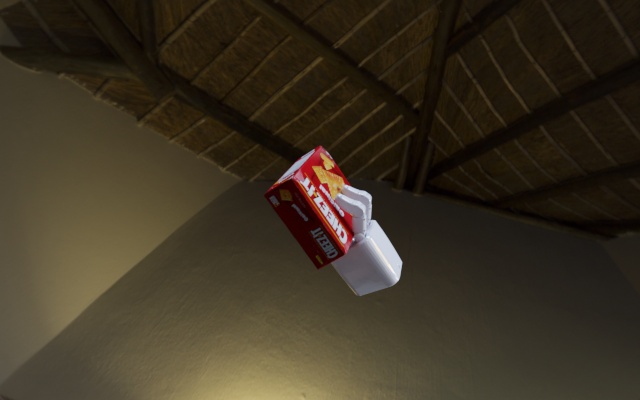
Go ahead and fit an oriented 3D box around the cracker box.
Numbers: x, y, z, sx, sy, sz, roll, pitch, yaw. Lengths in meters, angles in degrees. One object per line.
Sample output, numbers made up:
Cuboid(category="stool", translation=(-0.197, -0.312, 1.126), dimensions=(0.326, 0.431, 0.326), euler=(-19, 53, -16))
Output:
Cuboid(category="cracker box", translation=(0.000, 0.003, 0.895), dimensions=(0.072, 0.164, 0.213), euler=(-31, 11, 23))
